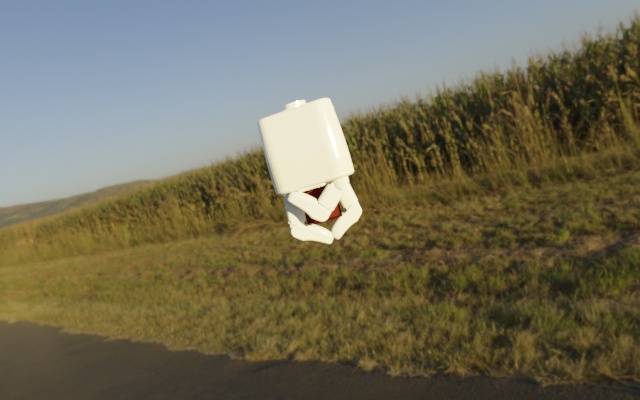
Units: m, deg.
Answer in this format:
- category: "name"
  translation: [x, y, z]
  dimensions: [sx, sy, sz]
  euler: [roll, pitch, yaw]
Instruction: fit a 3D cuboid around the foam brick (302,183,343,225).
- category: "foam brick"
  translation: [0.000, 0.002, 0.711]
  dimensions: [0.053, 0.051, 0.078]
  euler: [-18, 4, 0]
